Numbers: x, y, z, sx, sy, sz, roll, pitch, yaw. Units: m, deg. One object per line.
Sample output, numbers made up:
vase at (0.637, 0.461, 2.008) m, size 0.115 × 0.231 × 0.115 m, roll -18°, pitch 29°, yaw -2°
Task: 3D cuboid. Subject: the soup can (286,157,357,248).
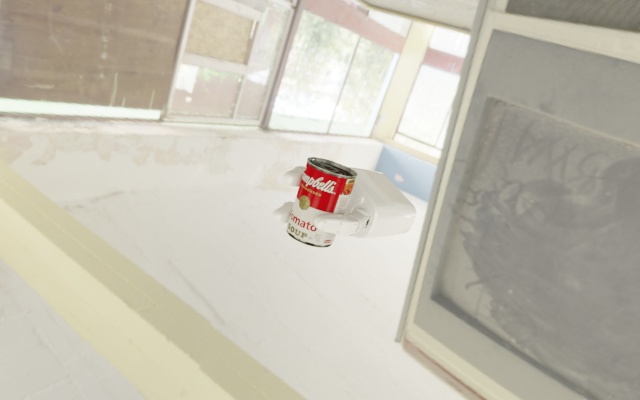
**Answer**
soup can at (0.000, 0.002, 0.628) m, size 0.068 × 0.102 × 0.068 m, roll 17°, pitch 17°, yaw -5°
